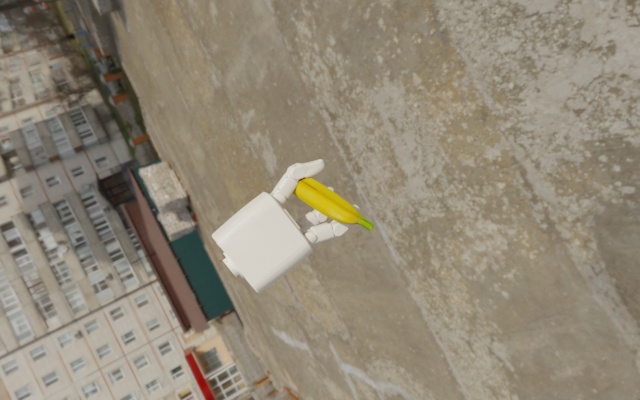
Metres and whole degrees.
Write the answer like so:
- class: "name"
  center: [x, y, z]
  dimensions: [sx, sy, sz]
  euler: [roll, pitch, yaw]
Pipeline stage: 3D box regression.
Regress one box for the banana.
- class: "banana"
  center: [-0.006, -0.005, 0.740]
  dimensions: [0.197, 0.037, 0.070]
  euler: [34, -9, 42]
